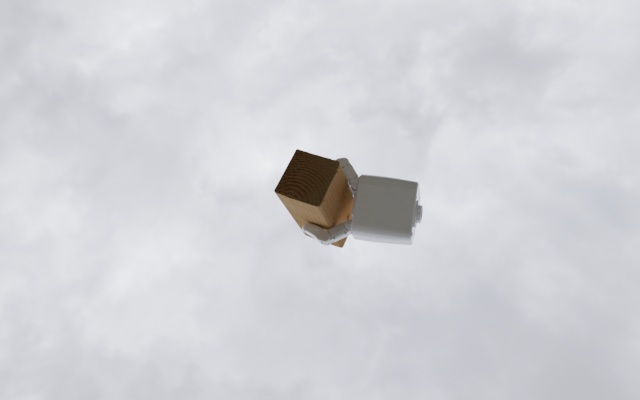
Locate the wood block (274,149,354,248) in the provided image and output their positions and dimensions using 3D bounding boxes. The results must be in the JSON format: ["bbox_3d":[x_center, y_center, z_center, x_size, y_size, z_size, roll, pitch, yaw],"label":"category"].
[{"bbox_3d":[0.000,0.003,0.890,0.090,0.090,0.206,19,-19,22],"label":"wood block"}]
